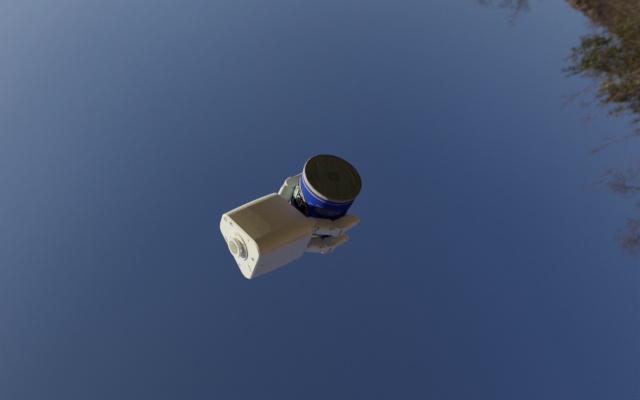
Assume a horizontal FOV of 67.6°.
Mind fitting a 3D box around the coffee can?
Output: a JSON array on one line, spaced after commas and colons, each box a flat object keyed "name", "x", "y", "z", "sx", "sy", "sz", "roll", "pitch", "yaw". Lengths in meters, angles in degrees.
[{"name": "coffee can", "x": 0.000, "y": 0.003, "z": 0.846, "sx": 0.103, "sy": 0.102, "sz": 0.140, "roll": 0, "pitch": -38, "yaw": -23}]
